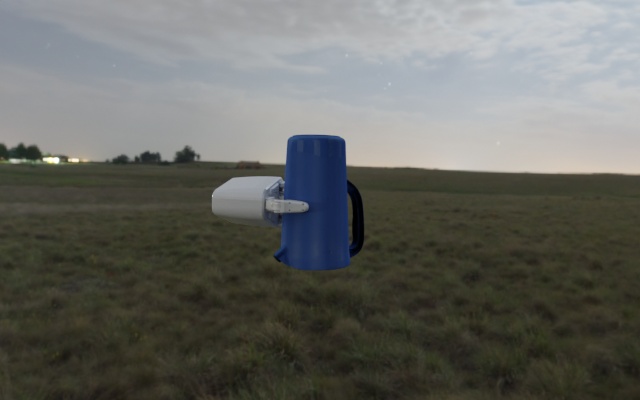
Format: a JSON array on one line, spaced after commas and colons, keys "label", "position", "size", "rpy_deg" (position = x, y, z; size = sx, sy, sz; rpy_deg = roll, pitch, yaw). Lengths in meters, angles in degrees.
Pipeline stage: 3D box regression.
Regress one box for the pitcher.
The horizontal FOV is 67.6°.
[{"label": "pitcher", "position": [0.000, 0.003, 0.890], "size": [0.145, 0.243, 0.149], "rpy_deg": [2, 4, 16]}]
